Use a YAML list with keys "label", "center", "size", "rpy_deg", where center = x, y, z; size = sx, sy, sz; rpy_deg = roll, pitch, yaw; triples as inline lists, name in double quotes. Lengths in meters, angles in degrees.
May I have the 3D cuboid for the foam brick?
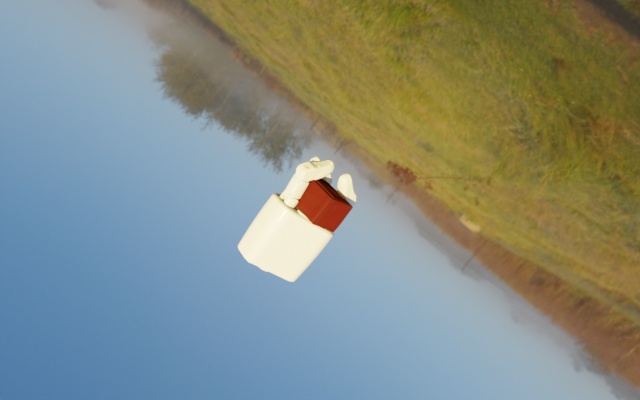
- label: "foam brick"
  center: [0.000, 0.002, 0.731]
  size: [0.053, 0.051, 0.078]
  rpy_deg: [26, 15, -46]
